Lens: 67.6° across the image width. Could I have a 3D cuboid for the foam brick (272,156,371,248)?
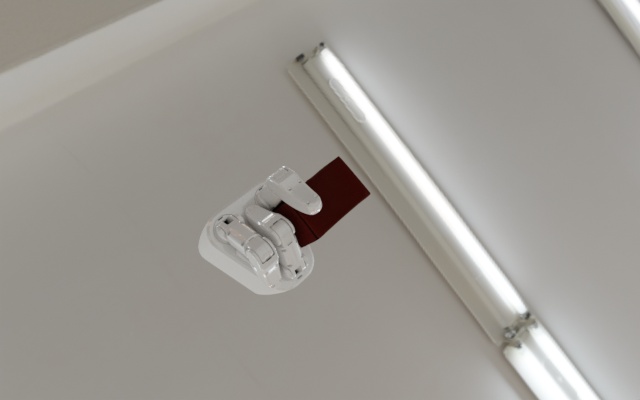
[{"bbox_3d":[0.000,0.001,0.491,0.078,0.053,0.051,-39,1,-26],"label":"foam brick"}]
